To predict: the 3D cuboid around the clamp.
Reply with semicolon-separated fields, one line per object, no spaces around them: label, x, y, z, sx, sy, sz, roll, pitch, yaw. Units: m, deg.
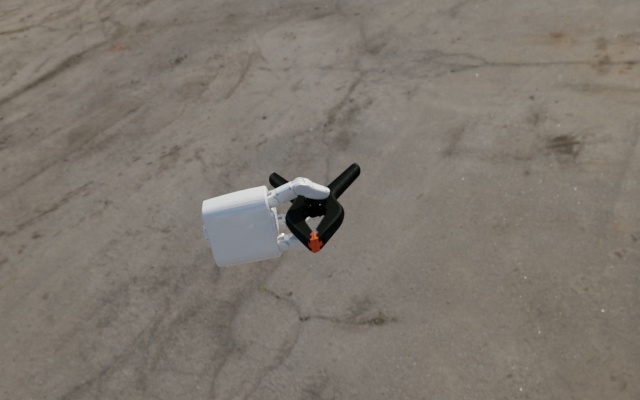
clamp;0.000;0.002;0.788;0.164;0.036;0.209;-11;37;-1
